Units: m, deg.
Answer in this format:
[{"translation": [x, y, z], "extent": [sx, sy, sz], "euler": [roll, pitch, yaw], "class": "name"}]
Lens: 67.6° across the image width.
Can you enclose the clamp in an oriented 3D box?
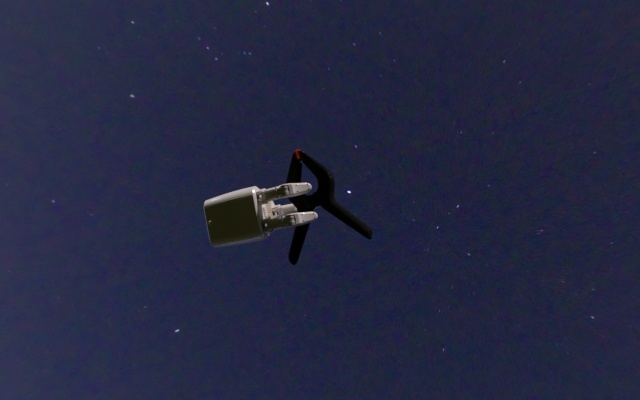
[{"translation": [0.000, 0.002, 0.893], "extent": [0.164, 0.210, 0.036], "euler": [-13, -6, 12], "class": "clamp"}]
